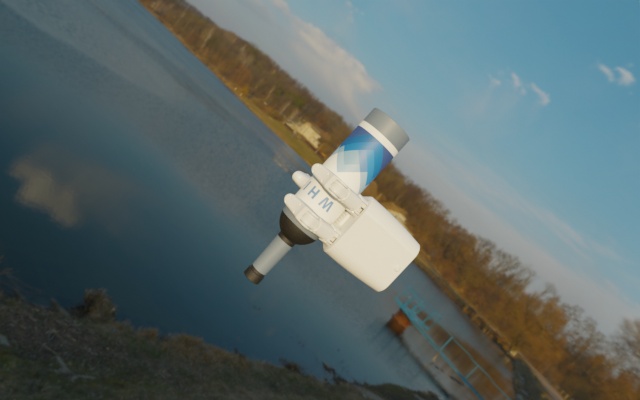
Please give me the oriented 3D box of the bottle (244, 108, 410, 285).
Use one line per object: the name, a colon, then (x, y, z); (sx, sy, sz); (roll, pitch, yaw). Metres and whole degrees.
bottle: (0.000, 0.002, 0.670); (0.069, 0.296, 0.069); (42, 4, -3)
